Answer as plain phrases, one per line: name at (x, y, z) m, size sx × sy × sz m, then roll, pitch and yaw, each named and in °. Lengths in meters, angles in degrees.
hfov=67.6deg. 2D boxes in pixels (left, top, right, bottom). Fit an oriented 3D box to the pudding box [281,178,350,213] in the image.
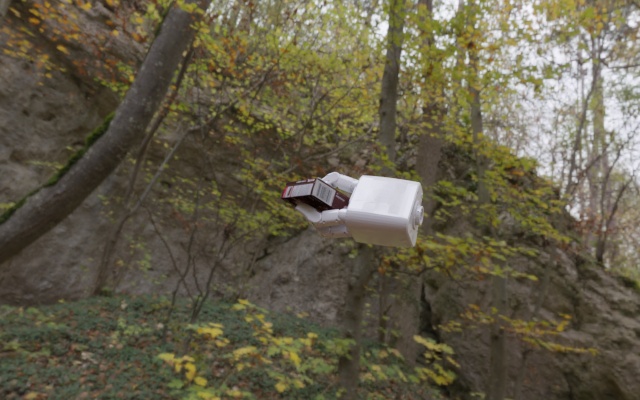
pudding box at (0.000, 0.003, 0.862) m, size 0.113 × 0.039 × 0.090 m, roll 34°, pitch -26°, yaw -34°
